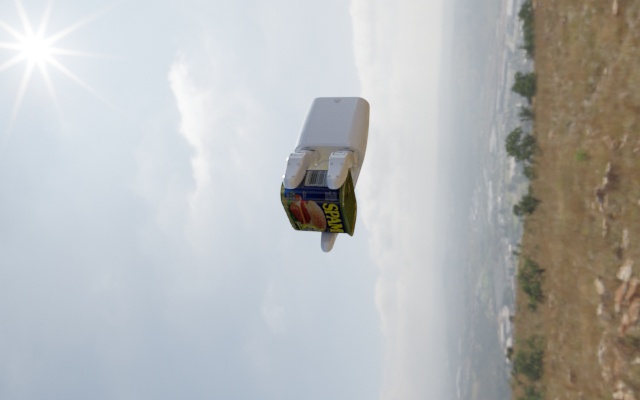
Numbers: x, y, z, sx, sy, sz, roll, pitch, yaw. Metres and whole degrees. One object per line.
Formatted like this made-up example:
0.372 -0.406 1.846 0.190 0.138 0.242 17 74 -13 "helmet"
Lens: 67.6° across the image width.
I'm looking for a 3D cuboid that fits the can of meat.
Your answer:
0.000 0.002 0.636 0.084 0.057 0.102 3 -34 14 "can of meat"
